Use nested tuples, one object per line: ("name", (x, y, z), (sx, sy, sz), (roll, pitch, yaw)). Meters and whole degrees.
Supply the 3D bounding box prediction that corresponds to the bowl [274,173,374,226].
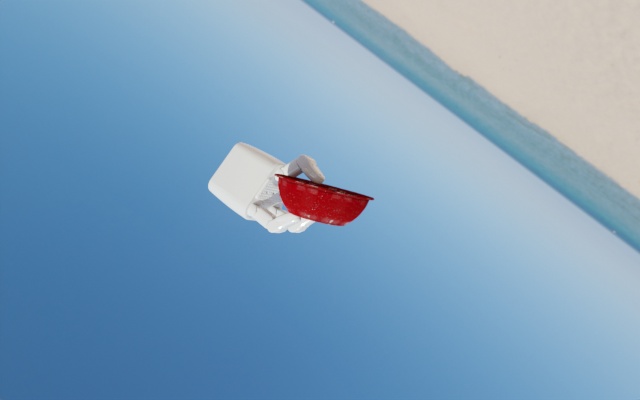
("bowl", (0.001, 0.003, 0.750), (0.162, 0.055, 0.162), (14, 4, -1))
